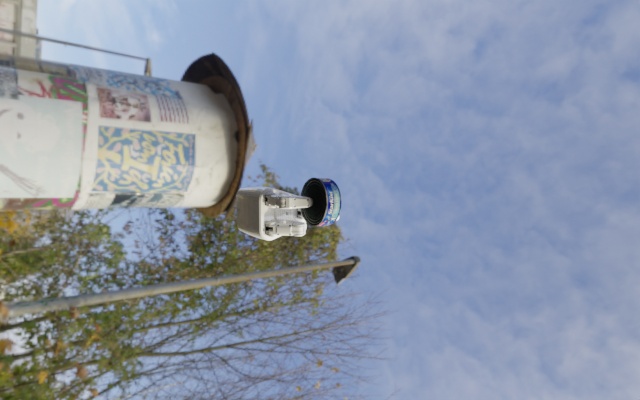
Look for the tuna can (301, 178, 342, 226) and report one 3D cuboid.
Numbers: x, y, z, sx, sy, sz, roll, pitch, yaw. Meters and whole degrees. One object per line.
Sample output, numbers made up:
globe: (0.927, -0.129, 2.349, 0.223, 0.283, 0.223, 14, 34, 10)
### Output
tuna can: (0.001, 0.003, 0.845, 0.034, 0.086, 0.086, 0, 0, -34)
